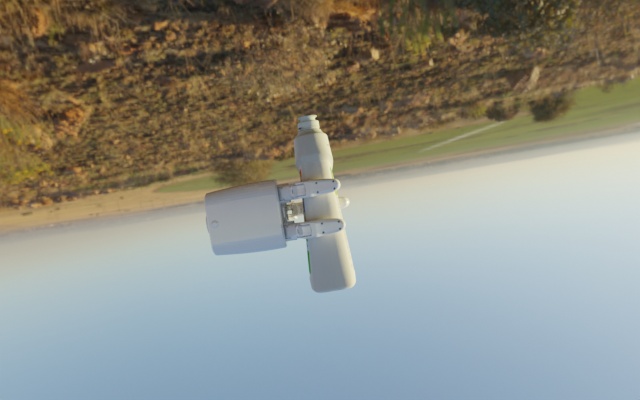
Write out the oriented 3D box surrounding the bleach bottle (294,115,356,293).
[{"bbox_3d":[0.000,0.002,0.705,0.068,0.251,0.102,-9,0,0],"label":"bleach bottle"}]
